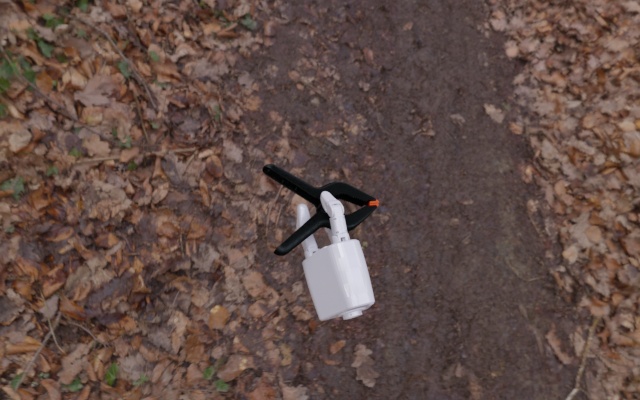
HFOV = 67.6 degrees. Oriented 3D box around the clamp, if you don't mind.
[{"bbox_3d":[0.001,0.003,0.834,0.210,0.164,0.036,-8,-20,-24],"label":"clamp"}]
